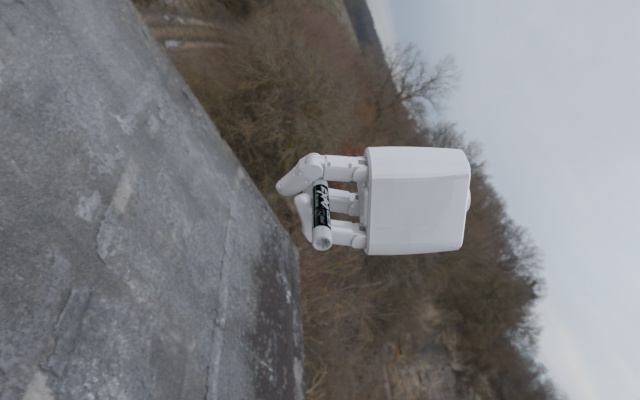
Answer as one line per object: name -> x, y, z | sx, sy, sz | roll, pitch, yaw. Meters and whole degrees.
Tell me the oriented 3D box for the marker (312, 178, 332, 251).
marker -> 0.000, 0.002, 0.484 | 0.020, 0.020, 0.121 | 0, 39, -2
